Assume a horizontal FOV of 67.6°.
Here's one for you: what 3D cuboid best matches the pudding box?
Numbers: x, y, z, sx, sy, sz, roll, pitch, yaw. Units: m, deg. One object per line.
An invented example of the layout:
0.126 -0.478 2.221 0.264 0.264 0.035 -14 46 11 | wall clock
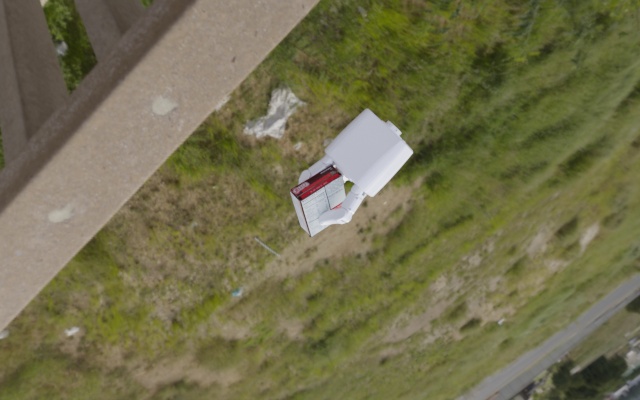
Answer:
0.000 0.003 0.846 0.090 0.114 0.039 -31 51 -15 | pudding box
